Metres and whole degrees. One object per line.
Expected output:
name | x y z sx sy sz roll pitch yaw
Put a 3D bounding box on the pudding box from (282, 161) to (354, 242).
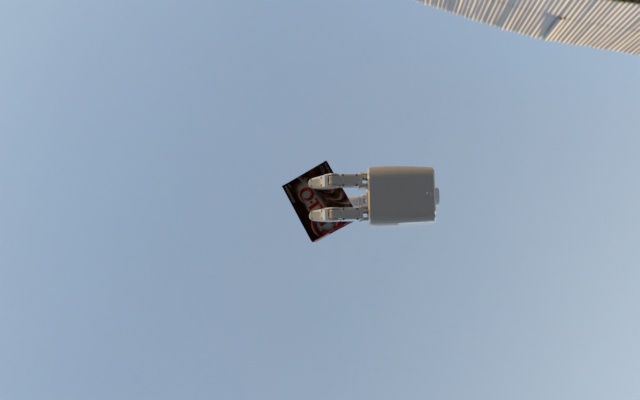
pudding box | 0.000 0.003 0.818 0.090 0.113 0.039 -30 -10 4
